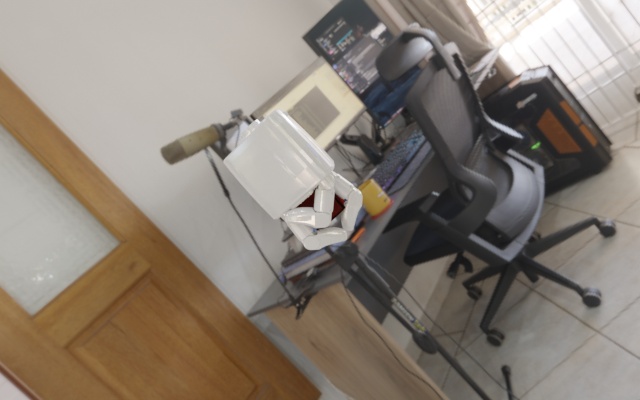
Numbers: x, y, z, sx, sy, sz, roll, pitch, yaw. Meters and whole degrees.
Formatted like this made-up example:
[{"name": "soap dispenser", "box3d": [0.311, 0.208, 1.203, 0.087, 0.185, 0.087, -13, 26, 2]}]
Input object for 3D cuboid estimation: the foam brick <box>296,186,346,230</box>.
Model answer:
[{"name": "foam brick", "box3d": [0.000, 0.002, 0.694, 0.053, 0.051, 0.078, -43, 7, 7]}]
